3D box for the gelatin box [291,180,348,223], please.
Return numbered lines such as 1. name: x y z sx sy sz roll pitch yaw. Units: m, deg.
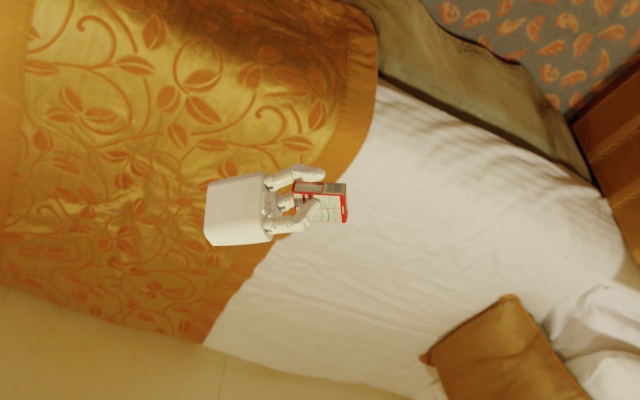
1. gelatin box: 0.000 0.003 0.799 0.089 0.030 0.073 3 -41 9
